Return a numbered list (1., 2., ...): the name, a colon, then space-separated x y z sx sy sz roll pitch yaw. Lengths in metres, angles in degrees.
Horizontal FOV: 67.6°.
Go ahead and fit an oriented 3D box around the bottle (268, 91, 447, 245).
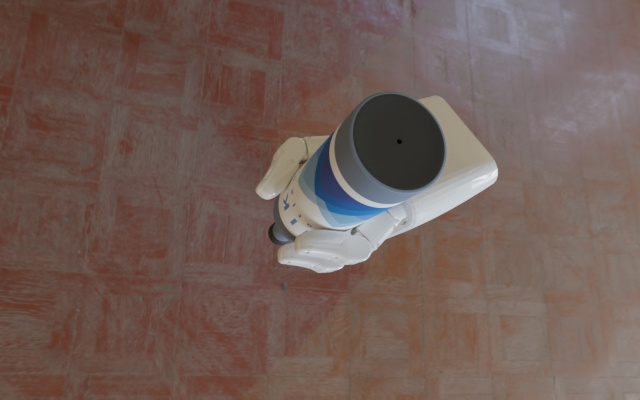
1. bottle: 0.000 0.001 0.421 0.069 0.069 0.296 0 -15 -20
